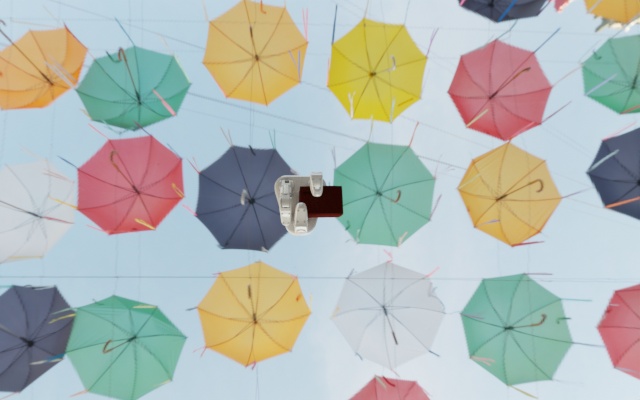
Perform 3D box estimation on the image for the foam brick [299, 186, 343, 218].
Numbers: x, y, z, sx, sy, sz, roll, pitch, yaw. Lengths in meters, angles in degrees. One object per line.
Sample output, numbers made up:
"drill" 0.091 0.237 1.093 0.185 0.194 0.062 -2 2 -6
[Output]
"foam brick" 0.000 0.003 0.867 0.078 0.053 0.051 0 -9 -3
